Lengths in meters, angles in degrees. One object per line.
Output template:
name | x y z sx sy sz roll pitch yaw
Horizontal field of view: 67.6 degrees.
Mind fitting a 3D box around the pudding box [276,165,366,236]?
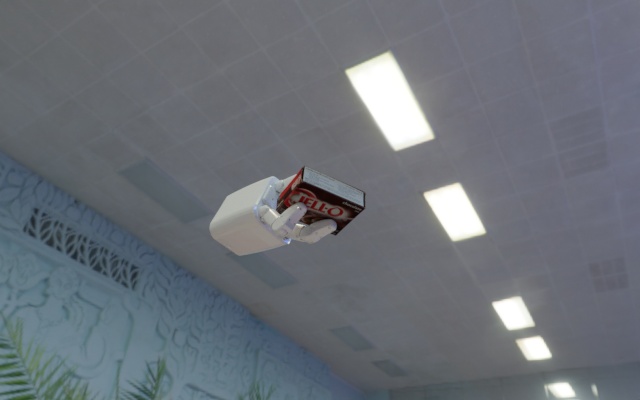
pudding box | 0.000 0.002 0.741 0.113 0.039 0.090 21 -40 -21
